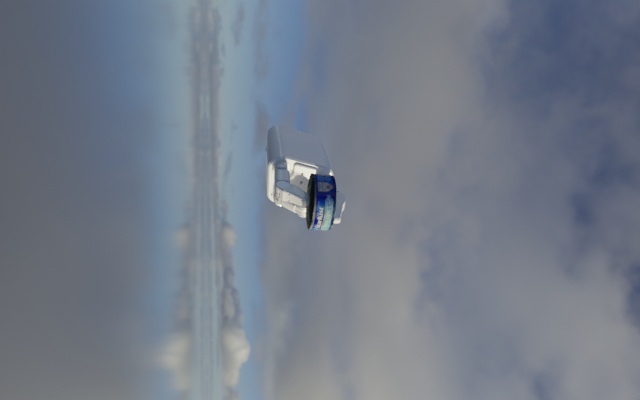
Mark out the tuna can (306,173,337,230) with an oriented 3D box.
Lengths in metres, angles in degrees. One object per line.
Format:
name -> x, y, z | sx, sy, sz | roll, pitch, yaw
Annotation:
tuna can -> 0.001, 0.002, 0.722 | 0.034, 0.086, 0.086 | 3, -1, -9
